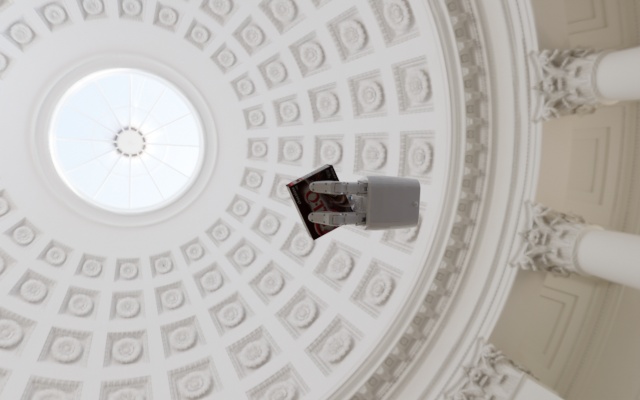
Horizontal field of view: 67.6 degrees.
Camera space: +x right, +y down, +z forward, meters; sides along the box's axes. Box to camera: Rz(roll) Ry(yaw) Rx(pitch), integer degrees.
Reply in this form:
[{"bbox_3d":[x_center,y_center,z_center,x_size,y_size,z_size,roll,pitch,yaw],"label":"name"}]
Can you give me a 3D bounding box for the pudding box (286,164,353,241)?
[{"bbox_3d":[0.000,0.003,0.867,0.090,0.113,0.039,-28,13,-12],"label":"pudding box"}]
